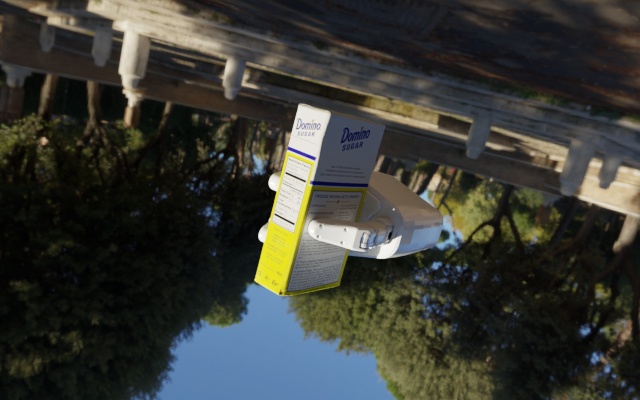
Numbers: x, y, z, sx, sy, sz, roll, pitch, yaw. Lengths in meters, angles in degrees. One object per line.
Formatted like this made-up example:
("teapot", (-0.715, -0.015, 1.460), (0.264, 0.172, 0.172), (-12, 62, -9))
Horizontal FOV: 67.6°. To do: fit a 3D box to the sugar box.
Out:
("sugar box", (0.000, 0.001, 0.467), (0.048, 0.176, 0.093), (22, 13, 37))
